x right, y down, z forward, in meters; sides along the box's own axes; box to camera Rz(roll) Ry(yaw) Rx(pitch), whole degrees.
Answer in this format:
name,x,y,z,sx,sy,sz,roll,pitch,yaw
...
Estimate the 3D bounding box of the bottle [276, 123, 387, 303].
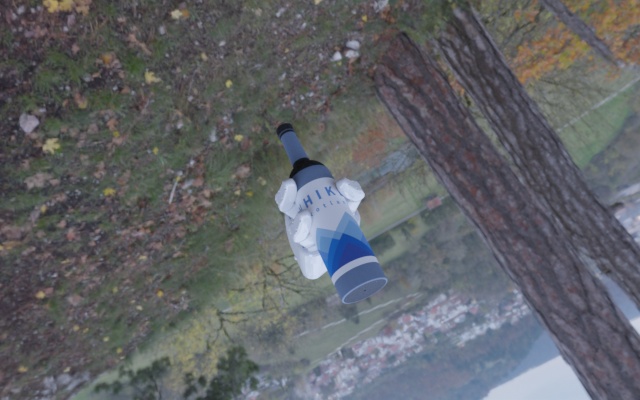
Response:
name,x,y,z,sx,sy,sz,roll,pitch,yaw
bottle,0.000,0.002,0.692,0.069,0.295,0.069,-20,-28,-12
